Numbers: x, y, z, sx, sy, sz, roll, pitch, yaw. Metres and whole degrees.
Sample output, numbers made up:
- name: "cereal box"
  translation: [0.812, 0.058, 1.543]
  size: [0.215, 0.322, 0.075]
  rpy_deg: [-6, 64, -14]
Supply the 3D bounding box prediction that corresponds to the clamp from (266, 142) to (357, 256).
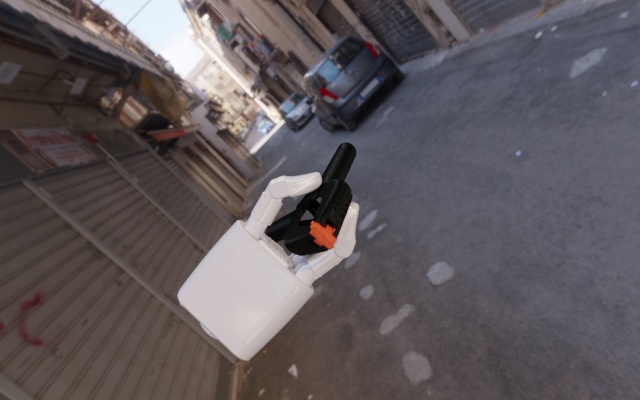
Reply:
- name: "clamp"
  translation: [-0.001, 0.002, 0.543]
  size: [0.036, 0.164, 0.210]
  rpy_deg: [39, 1, -12]
